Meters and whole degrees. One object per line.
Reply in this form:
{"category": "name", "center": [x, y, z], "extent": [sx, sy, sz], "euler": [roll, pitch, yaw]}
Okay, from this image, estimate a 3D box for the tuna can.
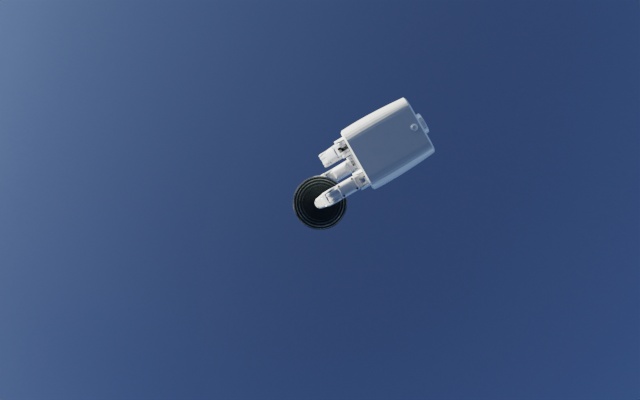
{"category": "tuna can", "center": [0.000, 0.002, 0.769], "extent": [0.086, 0.086, 0.033], "euler": [0, 6, 3]}
